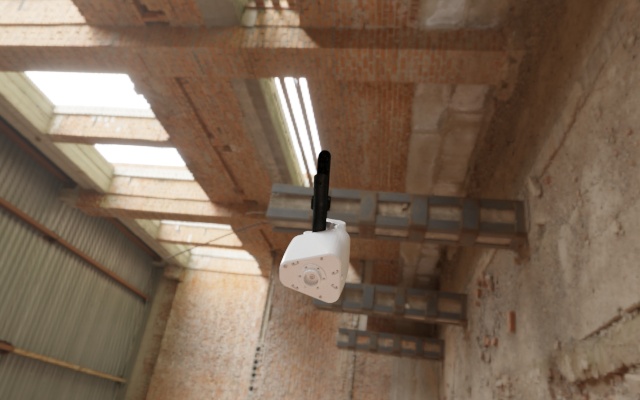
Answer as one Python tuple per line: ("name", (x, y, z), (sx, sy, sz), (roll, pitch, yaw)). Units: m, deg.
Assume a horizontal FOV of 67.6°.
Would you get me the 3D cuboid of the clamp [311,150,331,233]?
("clamp", (0.000, 0.003, 0.871), (0.039, 0.171, 0.120), (4, 19, 9))
